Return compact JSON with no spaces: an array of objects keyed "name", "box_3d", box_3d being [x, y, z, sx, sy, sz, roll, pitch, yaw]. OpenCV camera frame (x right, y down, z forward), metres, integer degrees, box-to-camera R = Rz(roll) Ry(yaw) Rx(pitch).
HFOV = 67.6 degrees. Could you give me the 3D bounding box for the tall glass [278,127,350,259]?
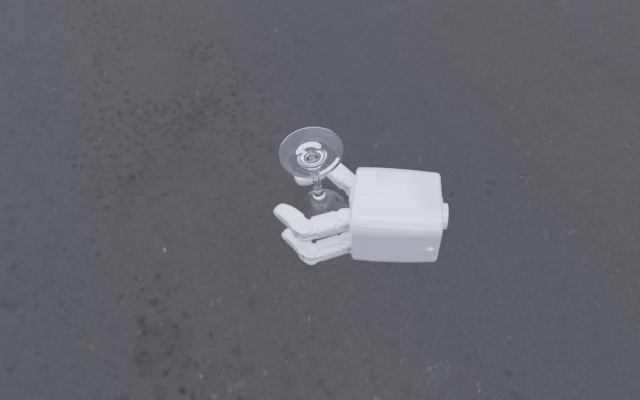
[{"name":"tall glass","box_3d":[0.000,0.002,0.610,0.079,0.079,0.201,0,-35,7]}]
